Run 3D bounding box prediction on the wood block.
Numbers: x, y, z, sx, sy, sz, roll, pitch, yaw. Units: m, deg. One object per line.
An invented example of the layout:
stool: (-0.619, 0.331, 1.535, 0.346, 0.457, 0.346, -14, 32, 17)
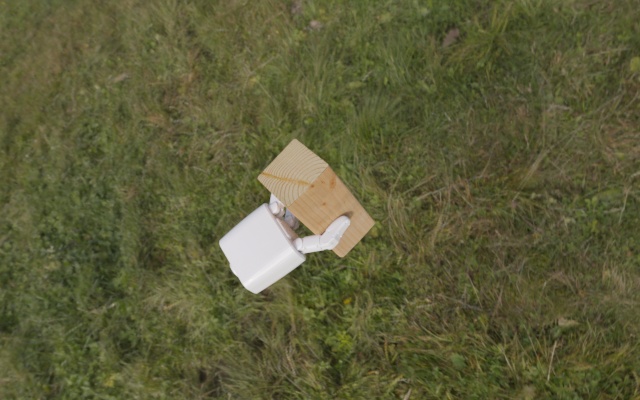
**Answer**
wood block: (0.000, 0.003, 0.799, 0.090, 0.090, 0.206, 42, -2, 38)
